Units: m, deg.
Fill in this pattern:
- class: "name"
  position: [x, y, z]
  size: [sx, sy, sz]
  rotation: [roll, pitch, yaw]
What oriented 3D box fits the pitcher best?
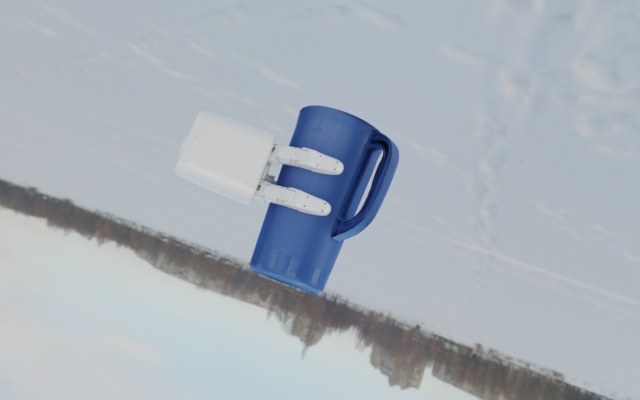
- class: "pitcher"
  position: [0.000, 0.002, 0.663]
  size: [0.145, 0.242, 0.149]
  rotation: [21, -10, -5]
